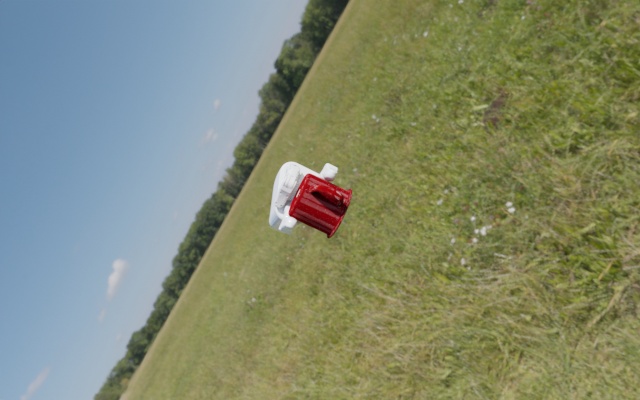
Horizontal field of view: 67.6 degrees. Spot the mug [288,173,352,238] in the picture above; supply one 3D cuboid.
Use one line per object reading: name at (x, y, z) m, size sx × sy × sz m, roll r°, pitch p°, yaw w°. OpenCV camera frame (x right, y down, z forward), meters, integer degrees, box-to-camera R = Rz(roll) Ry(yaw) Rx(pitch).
mug at (0.000, 0.002, 0.795) m, size 0.081 × 0.093 × 0.117 m, roll 25°, pitch -19°, yaw -7°
